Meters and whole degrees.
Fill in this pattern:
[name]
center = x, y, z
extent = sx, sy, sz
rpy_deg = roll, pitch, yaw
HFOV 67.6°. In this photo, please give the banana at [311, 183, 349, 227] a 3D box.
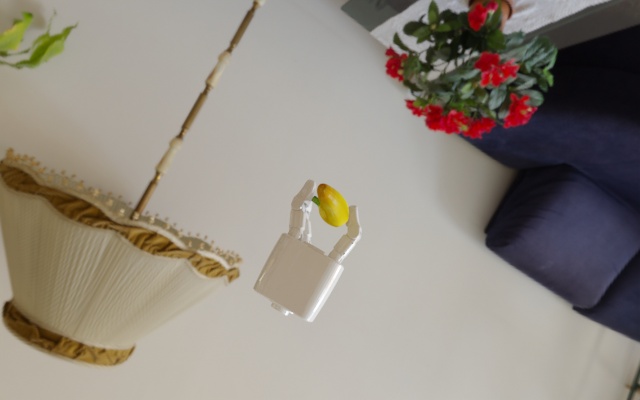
[banana]
center = 0.015, 0.013, 0.762
extent = 0.069, 0.037, 0.198
rpy_deg = 33, -8, -1
